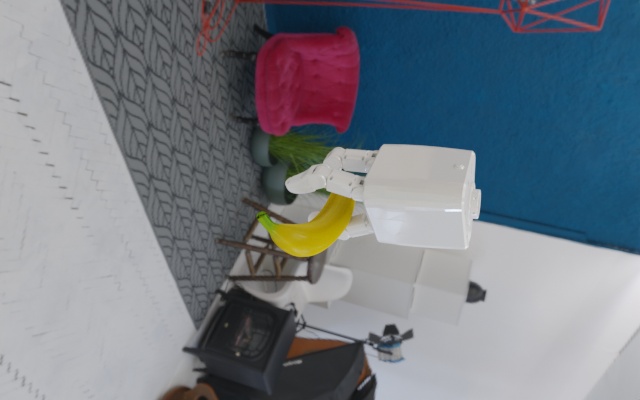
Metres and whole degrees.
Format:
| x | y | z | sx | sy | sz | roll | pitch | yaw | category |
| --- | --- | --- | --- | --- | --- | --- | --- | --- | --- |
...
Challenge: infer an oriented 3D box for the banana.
| x | y | z | sx | sy | sz | roll | pitch | yaw | category |
| --- | --- | --- | --- | --- | --- | --- | --- | --- | --- |
| 0.002 | 0.021 | 0.563 | 0.037 | 0.069 | 0.197 | -3 | 13 | 31 | banana |
